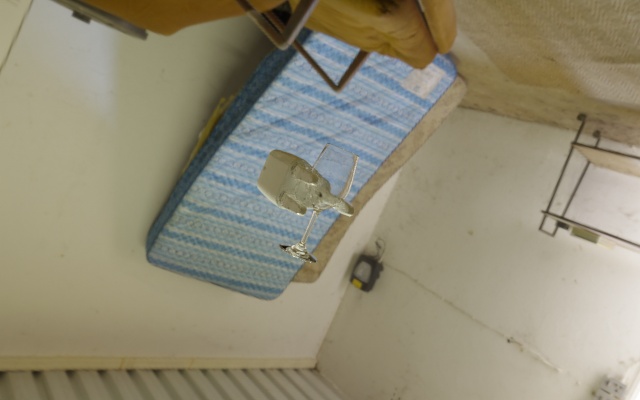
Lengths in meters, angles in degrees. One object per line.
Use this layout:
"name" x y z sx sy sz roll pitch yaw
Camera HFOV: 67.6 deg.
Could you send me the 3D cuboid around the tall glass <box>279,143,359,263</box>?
"tall glass" 0.000 0.003 0.837 0.079 0.201 0.079 24 5 -2
